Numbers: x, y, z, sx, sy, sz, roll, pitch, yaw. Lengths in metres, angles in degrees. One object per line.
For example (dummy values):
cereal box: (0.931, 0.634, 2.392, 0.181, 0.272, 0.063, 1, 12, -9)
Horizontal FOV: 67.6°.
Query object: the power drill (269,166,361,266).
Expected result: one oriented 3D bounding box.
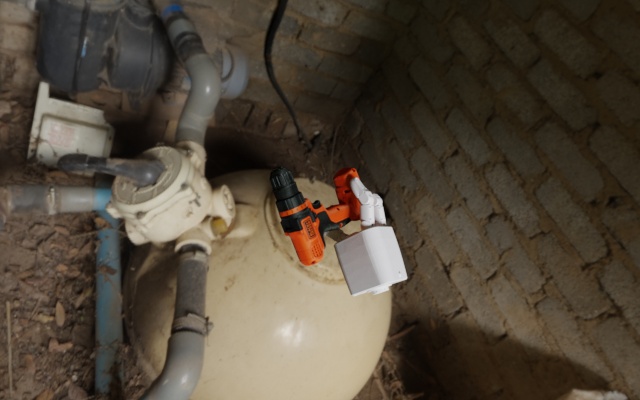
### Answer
power drill: (0.001, 0.003, 0.884, 0.187, 0.184, 0.057, -28, 14, -40)
